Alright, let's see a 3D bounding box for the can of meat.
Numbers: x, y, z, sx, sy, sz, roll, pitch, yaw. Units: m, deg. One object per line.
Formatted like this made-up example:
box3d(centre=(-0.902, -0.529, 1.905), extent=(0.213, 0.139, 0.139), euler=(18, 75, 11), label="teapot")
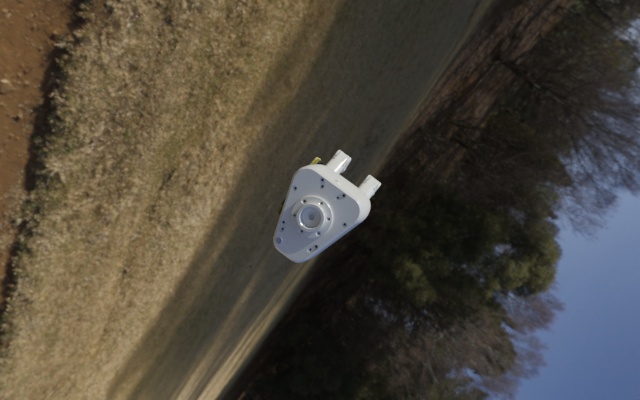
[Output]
box3d(centre=(0.000, 0.003, 0.700), extent=(0.084, 0.102, 0.057), euler=(36, 4, 6), label="can of meat")
